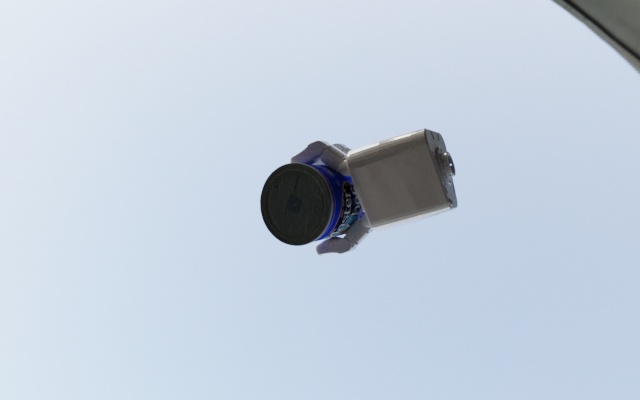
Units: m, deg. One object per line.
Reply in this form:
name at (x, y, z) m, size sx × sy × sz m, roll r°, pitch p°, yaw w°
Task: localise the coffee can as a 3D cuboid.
coffee can at (0.000, 0.002, 0.646) m, size 0.103 × 0.103 × 0.140 m, roll 0°, pitch 2°, yaw 28°
